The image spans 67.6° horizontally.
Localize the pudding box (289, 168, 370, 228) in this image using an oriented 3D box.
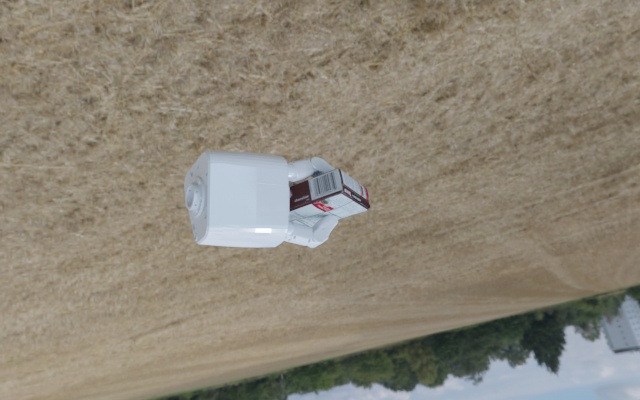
[{"bbox_3d":[0.000,0.002,0.668,0.113,0.039,0.090,-18,-24,25],"label":"pudding box"}]
